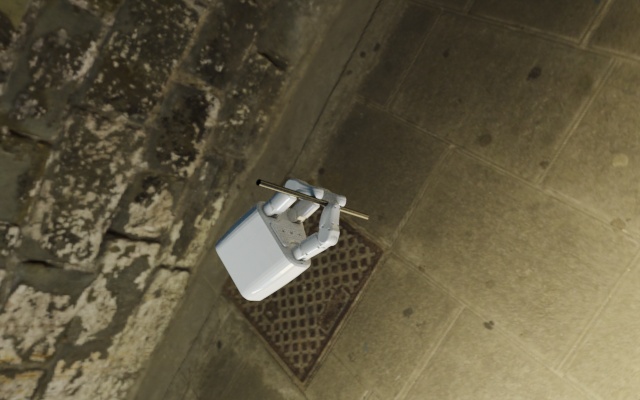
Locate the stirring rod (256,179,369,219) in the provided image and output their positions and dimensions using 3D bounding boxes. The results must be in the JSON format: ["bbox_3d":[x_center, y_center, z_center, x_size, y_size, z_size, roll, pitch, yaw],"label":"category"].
[{"bbox_3d":[0.000,0.002,0.646,0.011,0.011,0.239,0,-11,37],"label":"stirring rod"}]
